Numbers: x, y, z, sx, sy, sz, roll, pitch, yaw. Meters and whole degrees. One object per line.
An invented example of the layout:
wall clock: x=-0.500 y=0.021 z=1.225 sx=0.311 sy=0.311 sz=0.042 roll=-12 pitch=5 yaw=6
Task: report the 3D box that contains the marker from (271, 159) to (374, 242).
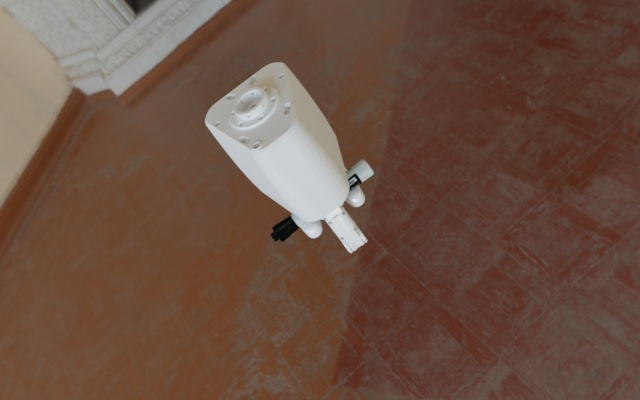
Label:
marker: x=0.000 y=0.002 z=0.482 sx=0.121 sy=0.020 sz=0.020 roll=-37 pitch=-1 yaw=1
